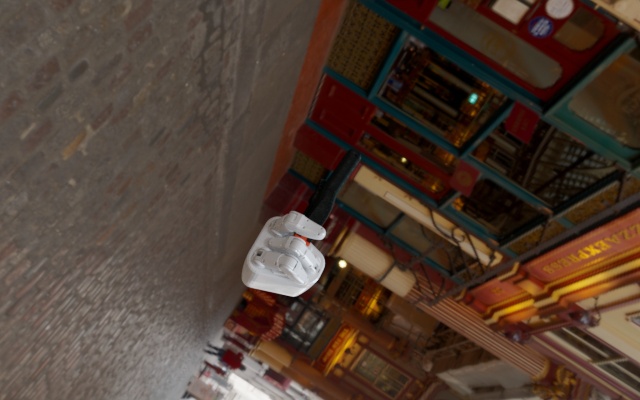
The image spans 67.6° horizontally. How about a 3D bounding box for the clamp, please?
[{"bbox_3d":[0.001,0.003,0.754,0.039,0.171,0.120,34,-28,-3],"label":"clamp"}]
